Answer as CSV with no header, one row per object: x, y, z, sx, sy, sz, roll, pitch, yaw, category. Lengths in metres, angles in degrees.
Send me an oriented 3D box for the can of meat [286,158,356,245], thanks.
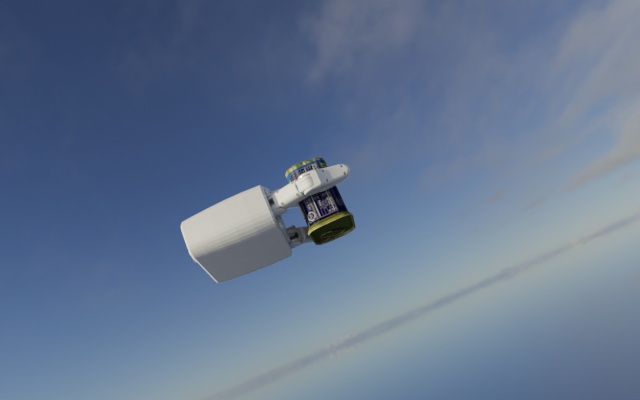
0.000,0.002,0.603,0.057,0.084,0.102,-24,-16,0,can of meat
